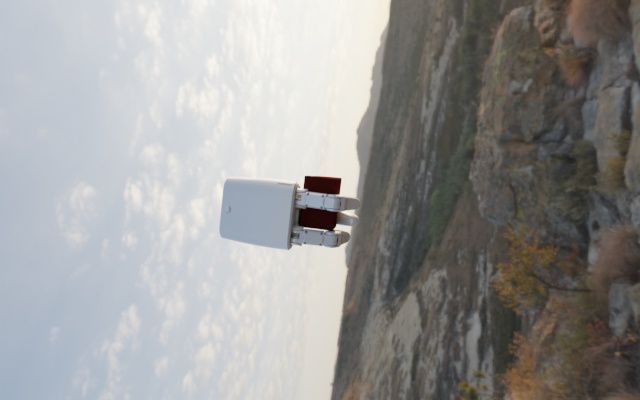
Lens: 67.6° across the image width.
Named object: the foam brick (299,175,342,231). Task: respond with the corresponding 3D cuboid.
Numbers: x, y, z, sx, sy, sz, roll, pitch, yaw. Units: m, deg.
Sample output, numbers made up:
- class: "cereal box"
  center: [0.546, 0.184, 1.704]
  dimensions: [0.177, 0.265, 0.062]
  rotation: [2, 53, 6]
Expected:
- class: "foam brick"
  center: [0.000, 0.002, 0.711]
  dimensions: [0.051, 0.078, 0.053]
  rotation: [7, 4, 7]
